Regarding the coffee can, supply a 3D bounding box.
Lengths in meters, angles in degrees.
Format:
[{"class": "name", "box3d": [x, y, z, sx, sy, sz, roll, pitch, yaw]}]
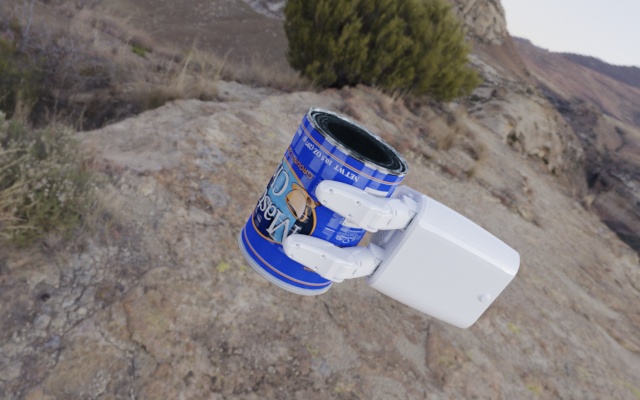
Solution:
[{"class": "coffee can", "box3d": [0.000, 0.001, 0.440, 0.103, 0.140, 0.102, 27, 23, -12]}]
